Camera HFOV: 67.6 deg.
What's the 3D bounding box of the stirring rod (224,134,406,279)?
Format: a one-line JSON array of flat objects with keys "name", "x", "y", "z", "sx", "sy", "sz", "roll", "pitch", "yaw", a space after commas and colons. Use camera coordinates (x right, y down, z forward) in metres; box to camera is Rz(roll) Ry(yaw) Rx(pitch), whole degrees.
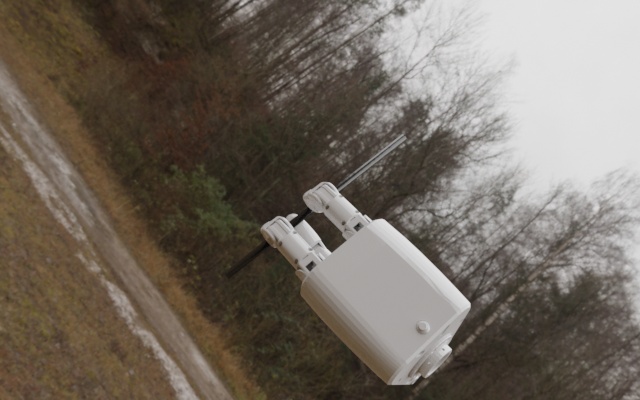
[{"name": "stirring rod", "x": 0.000, "y": 0.002, "z": 0.494, "sx": 0.239, "sy": 0.011, "sz": 0.011, "roll": -38, "pitch": 11, "yaw": -15}]
